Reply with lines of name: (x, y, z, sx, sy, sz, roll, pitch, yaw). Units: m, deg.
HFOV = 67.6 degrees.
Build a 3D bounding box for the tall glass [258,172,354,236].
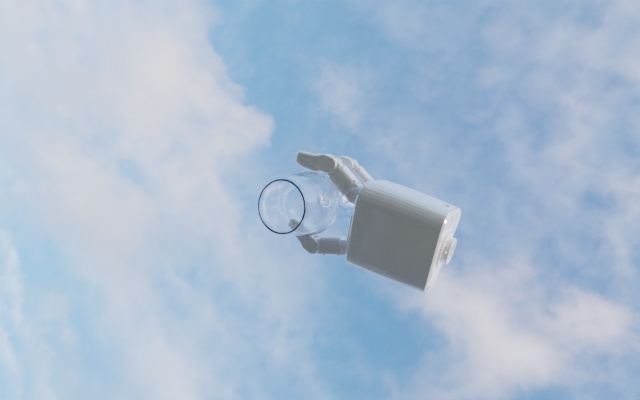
tall glass: (0.000, 0.002, 0.616, 0.079, 0.079, 0.201, 0, 3, 27)
